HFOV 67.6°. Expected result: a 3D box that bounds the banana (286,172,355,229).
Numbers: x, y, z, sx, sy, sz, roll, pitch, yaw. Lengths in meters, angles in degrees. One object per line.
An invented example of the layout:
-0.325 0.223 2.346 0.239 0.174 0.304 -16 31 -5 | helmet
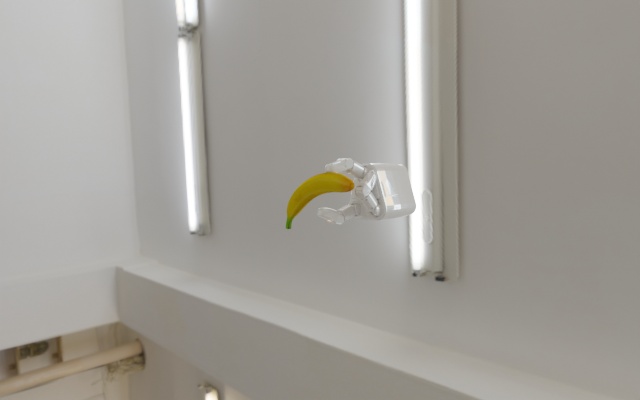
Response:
-0.008 -0.013 0.895 0.037 0.069 0.198 -4 -22 -42 | banana
